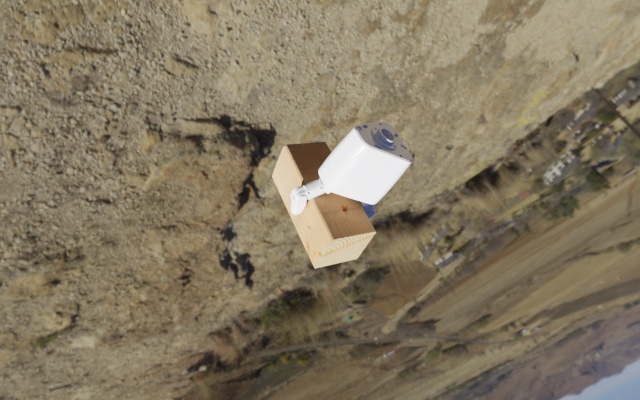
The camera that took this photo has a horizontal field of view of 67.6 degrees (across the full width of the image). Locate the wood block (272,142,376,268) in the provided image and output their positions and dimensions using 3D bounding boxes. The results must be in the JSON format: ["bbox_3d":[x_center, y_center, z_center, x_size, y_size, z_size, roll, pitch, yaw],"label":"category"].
[{"bbox_3d":[0.000,0.003,0.844,0.091,0.206,0.090,-8,-34,-30],"label":"wood block"}]
